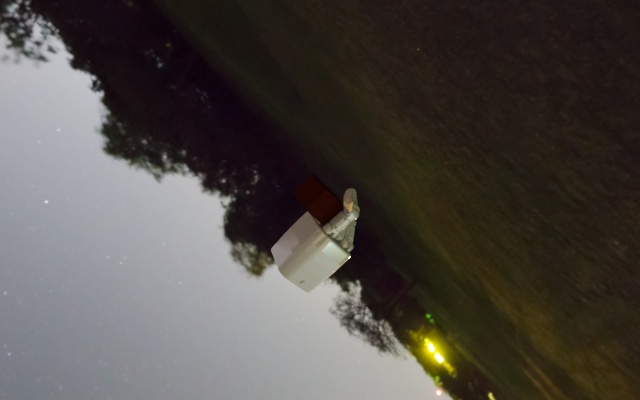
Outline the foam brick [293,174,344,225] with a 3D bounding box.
[{"bbox_3d":[0.000,0.002,0.835,0.078,0.051,0.053,43,5,-42],"label":"foam brick"}]
